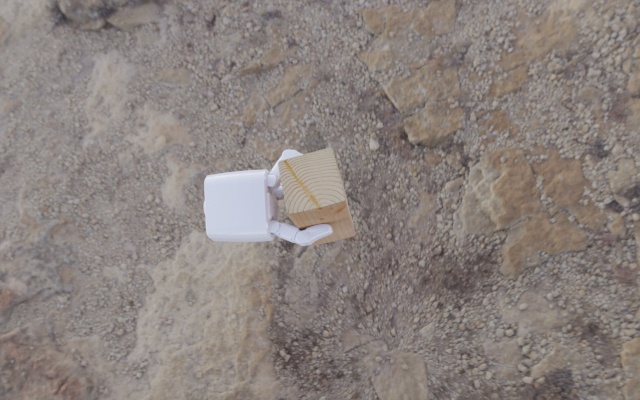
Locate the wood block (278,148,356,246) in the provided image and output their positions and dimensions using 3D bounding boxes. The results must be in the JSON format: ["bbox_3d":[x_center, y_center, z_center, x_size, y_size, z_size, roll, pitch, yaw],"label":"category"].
[{"bbox_3d":[0.000,0.003,0.806,0.090,0.090,0.206,-14,-20,4],"label":"wood block"}]
